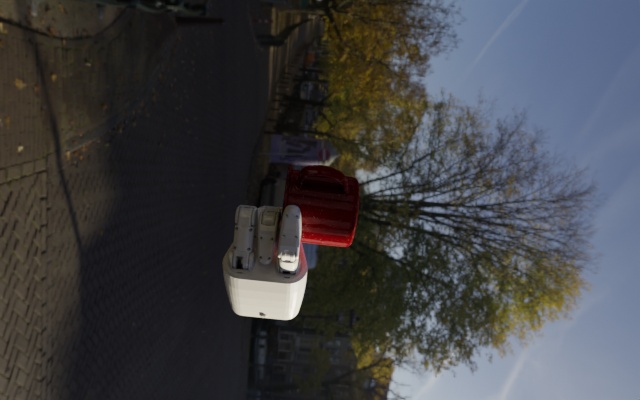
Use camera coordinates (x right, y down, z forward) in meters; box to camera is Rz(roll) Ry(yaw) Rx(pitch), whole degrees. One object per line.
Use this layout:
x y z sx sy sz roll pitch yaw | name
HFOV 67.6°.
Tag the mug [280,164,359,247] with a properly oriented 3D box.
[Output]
0.000 0.001 0.540 0.081 0.093 0.117 7 -40 -2 | mug
